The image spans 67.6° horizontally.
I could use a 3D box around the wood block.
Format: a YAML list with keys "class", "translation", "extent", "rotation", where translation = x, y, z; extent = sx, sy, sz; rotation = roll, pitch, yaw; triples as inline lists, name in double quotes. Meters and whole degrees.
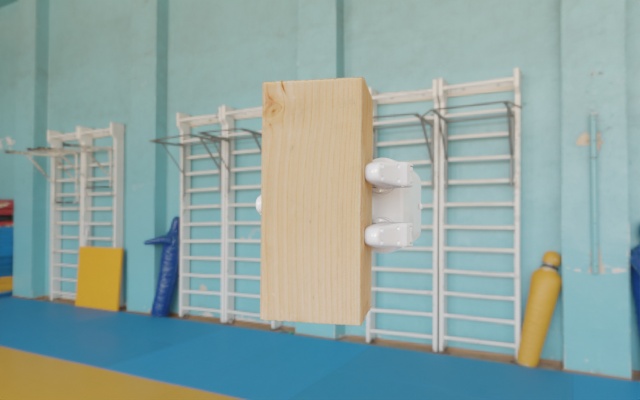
- class: "wood block"
  translation: [0.000, 0.001, 0.444]
  extent: [0.091, 0.206, 0.090]
  rotation: [0, -1, 12]
